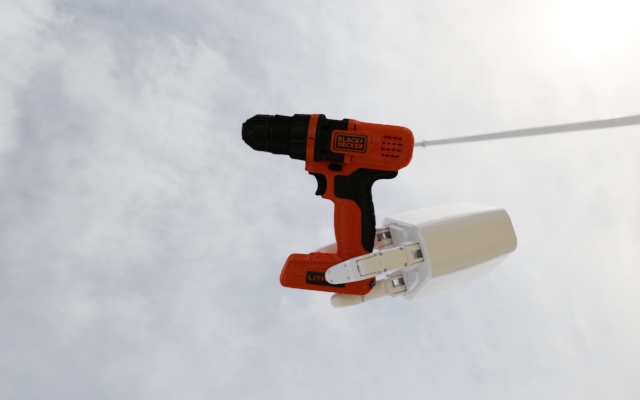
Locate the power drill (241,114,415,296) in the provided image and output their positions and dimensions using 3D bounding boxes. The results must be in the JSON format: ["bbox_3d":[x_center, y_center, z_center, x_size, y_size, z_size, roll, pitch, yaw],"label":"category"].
[{"bbox_3d":[0.000,0.002,0.517,0.184,0.188,0.057,6,10,6],"label":"power drill"}]
